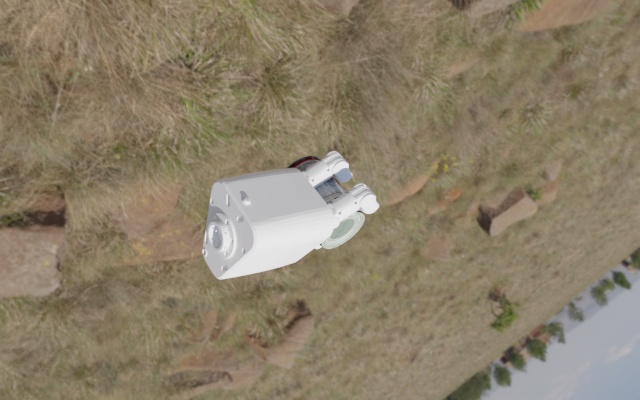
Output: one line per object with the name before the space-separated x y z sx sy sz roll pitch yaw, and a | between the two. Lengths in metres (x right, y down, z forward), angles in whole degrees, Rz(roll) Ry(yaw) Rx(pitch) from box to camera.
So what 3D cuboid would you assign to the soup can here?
soup can | 0.001 0.002 0.603 0.068 0.068 0.102 0 44 -50
